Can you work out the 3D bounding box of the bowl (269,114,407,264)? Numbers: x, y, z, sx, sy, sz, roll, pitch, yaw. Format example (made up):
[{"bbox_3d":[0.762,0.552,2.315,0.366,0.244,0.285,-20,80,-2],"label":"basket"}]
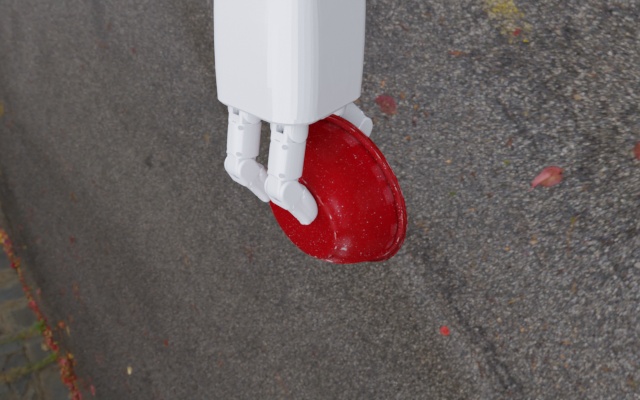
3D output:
[{"bbox_3d":[0.000,0.003,0.445,0.055,0.162,0.162,-34,19,-32],"label":"bowl"}]
